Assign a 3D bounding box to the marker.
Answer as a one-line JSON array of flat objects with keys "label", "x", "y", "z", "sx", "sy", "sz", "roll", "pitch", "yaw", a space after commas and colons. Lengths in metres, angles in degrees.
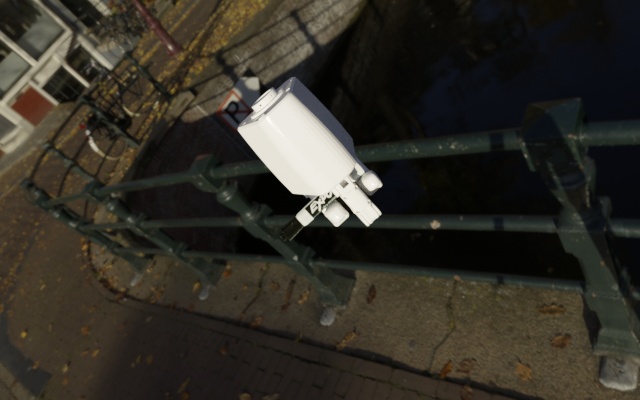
[{"label": "marker", "x": 0.000, "y": 0.002, "z": 0.545, "sx": 0.121, "sy": 0.020, "sz": 0.020, "roll": -43, "pitch": 0, "yaw": -1}]
